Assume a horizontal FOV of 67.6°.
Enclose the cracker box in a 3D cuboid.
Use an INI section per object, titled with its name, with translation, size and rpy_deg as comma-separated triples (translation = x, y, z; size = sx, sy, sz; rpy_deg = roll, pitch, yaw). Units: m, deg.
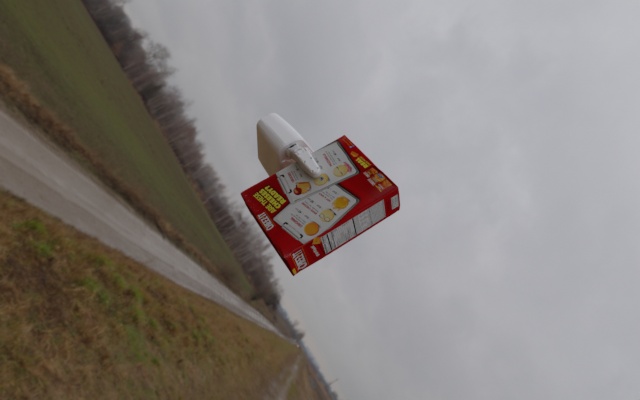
[cracker box]
translation = 0.000, 0.002, 0.800
size = 0.213, 0.072, 0.164
rpy_deg = -31, 51, -11
